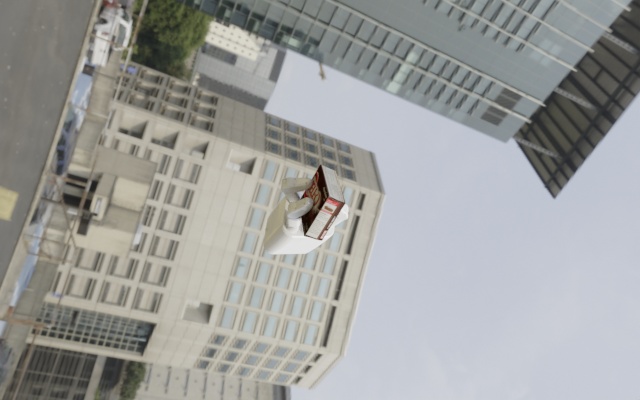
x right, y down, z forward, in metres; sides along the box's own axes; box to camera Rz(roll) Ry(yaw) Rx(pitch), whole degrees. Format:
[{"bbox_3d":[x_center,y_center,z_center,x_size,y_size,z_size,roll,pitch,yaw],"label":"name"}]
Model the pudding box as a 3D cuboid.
[{"bbox_3d":[0.000,0.003,0.842,0.039,0.090,0.113,19,28,-22],"label":"pudding box"}]
